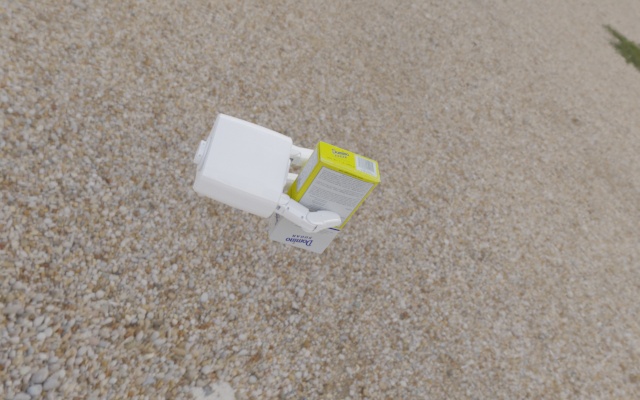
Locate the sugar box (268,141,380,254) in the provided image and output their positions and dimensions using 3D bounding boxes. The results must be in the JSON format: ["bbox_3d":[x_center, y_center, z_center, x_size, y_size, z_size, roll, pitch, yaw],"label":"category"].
[{"bbox_3d":[0.000,0.002,0.684,0.093,0.048,0.176,19,-45,-21],"label":"sugar box"}]
